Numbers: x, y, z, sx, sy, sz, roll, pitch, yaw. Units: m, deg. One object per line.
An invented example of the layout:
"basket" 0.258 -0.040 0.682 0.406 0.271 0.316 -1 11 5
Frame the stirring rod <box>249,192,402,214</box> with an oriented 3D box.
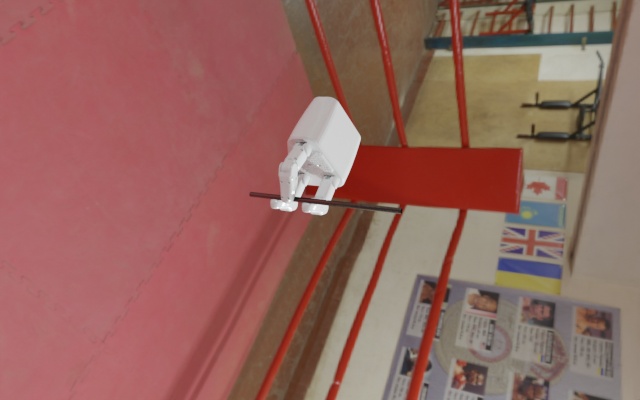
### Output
"stirring rod" 0.000 0.002 0.689 0.239 0.011 0.011 6 3 25
